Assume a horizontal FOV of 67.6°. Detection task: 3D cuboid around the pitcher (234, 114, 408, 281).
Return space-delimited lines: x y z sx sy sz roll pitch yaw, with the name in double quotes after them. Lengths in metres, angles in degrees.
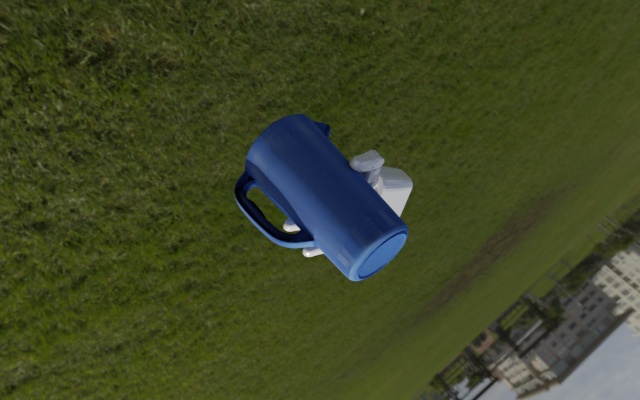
0.000 0.002 0.691 0.242 0.149 0.145 47 28 25 "pitcher"
